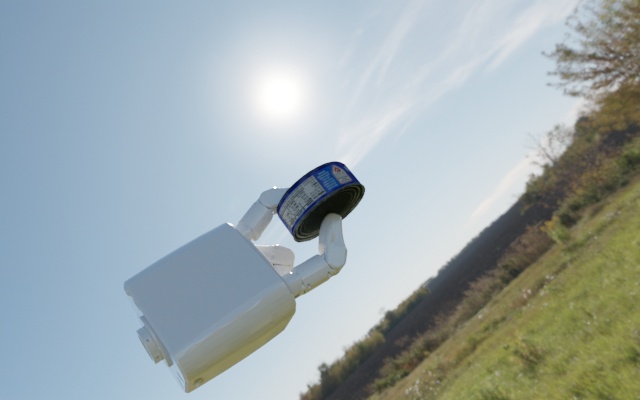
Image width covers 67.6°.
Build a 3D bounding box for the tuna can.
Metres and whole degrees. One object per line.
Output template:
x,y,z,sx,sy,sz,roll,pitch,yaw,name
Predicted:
0.000,0.001,0.469,0.086,0.033,0.086,-33,-20,-14,tuna can
